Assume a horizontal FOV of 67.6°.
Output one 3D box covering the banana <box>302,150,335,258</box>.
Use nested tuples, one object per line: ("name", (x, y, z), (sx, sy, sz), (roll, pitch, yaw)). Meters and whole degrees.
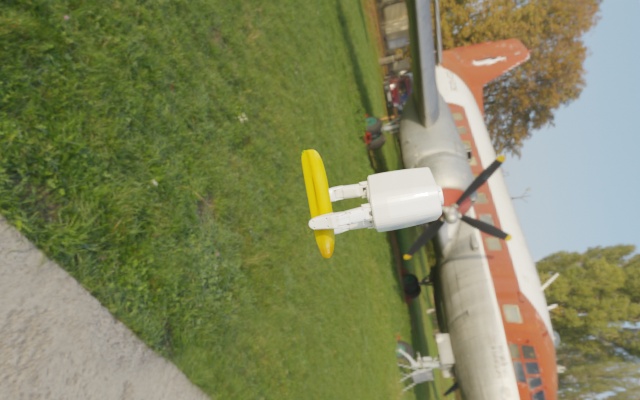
("banana", (-0.002, -0.006, 0.789), (0.037, 0.197, 0.070), (-11, -17, 2))
